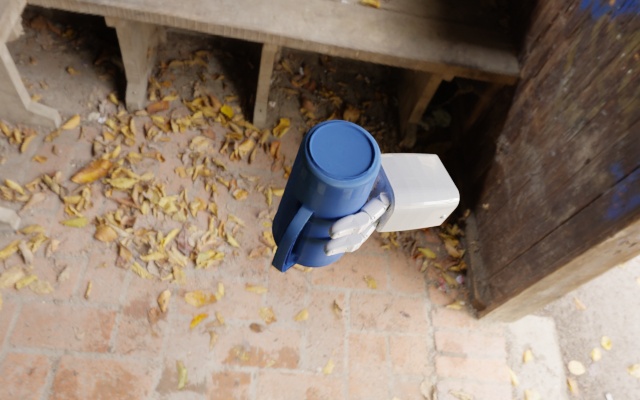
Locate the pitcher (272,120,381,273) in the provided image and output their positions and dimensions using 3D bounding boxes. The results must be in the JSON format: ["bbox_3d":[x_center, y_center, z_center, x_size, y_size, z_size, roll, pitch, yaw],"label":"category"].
[{"bbox_3d":[0.000,0.002,0.705,0.145,0.149,0.243,-3,-29,-14],"label":"pitcher"}]
